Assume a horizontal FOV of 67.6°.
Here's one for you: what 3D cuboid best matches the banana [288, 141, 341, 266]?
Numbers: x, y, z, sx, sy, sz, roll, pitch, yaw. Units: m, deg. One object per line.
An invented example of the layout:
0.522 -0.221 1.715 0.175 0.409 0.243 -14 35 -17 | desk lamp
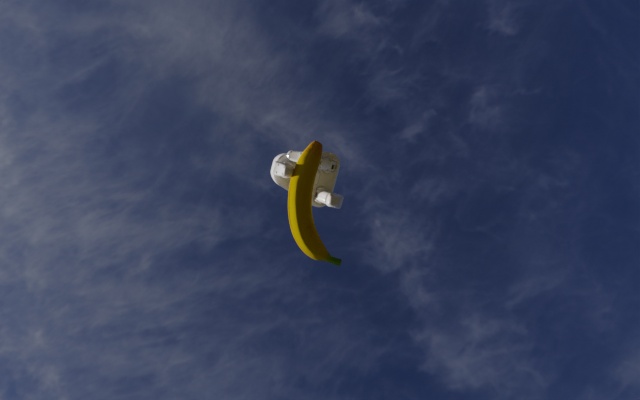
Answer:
-0.017 0.009 0.742 0.069 0.198 0.037 -11 8 -9 | banana
